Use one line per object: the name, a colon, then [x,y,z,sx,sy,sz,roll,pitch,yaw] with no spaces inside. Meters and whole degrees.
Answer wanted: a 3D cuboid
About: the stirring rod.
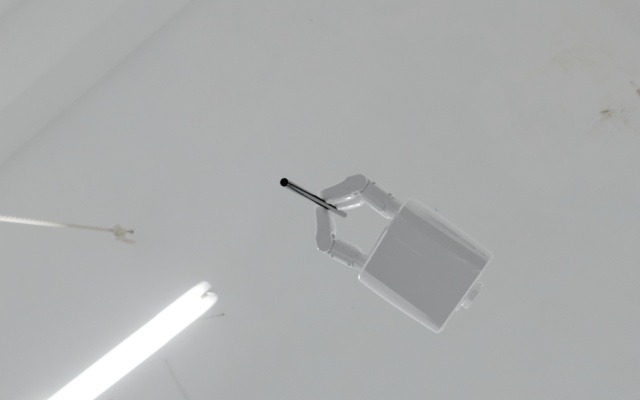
stirring rod: [0.000,0.002,0.533,0.011,0.011,0.239,0,-9,16]
